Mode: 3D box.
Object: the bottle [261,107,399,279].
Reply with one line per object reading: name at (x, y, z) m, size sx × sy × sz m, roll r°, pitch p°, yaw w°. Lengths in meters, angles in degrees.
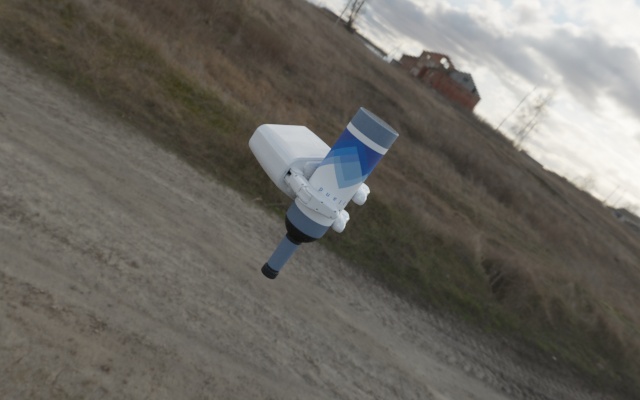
bottle at (0.000, 0.002, 0.711) m, size 0.069 × 0.296 × 0.069 m, roll 32°, pitch 18°, yaw -12°
